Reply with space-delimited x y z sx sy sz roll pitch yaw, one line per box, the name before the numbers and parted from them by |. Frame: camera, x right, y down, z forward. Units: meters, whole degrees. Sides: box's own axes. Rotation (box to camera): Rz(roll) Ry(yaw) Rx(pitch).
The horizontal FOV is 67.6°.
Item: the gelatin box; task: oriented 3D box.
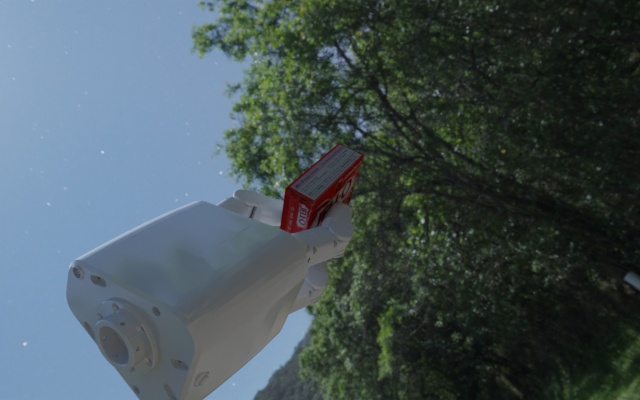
gelatin box | 0.000 0.001 0.424 0.030 0.073 0.089 28 44 16
